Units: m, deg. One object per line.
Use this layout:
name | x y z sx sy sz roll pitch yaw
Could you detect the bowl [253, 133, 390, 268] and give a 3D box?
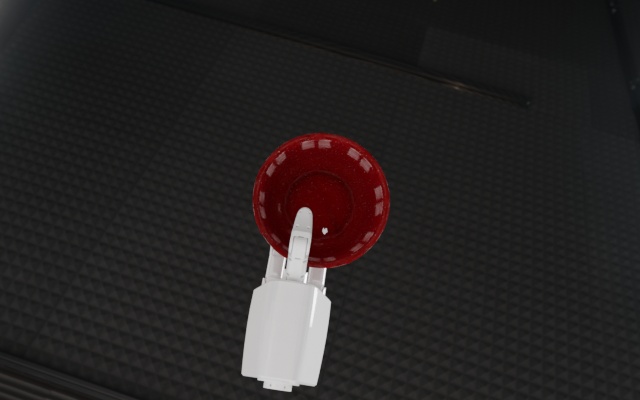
bowl | 0.001 0.001 0.586 0.162 0.162 0.055 0 -7 -3
